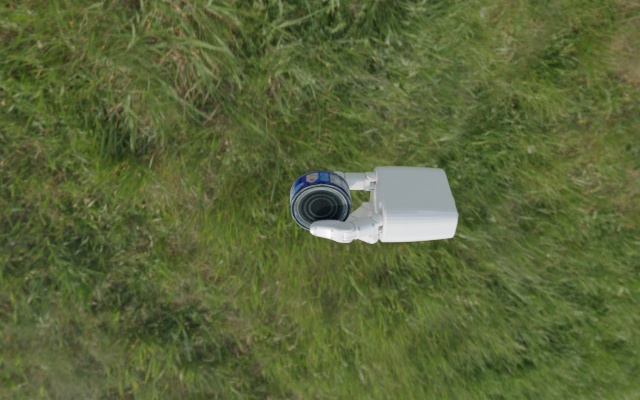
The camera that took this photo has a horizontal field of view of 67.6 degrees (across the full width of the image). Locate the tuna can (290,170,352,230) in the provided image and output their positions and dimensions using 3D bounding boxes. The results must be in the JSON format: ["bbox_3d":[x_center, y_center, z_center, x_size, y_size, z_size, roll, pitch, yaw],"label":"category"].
[{"bbox_3d":[0.000,0.003,0.663,0.086,0.086,0.033,0,36,-2],"label":"tuna can"}]
